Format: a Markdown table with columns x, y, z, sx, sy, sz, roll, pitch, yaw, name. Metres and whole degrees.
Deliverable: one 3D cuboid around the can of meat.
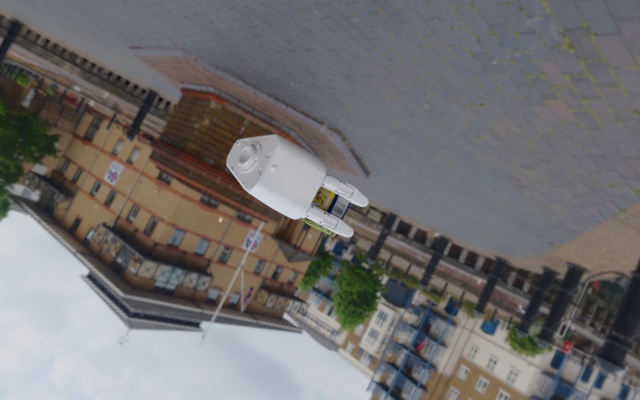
| x | y | z | sx | sy | sz | roll | pitch | yaw | name |
| --- | --- | --- | --- | --- | --- | --- | --- | --- | --- |
| 0.000 | 0.003 | 0.795 | 0.102 | 0.084 | 0.057 | 23 | -6 | 41 | can of meat |
